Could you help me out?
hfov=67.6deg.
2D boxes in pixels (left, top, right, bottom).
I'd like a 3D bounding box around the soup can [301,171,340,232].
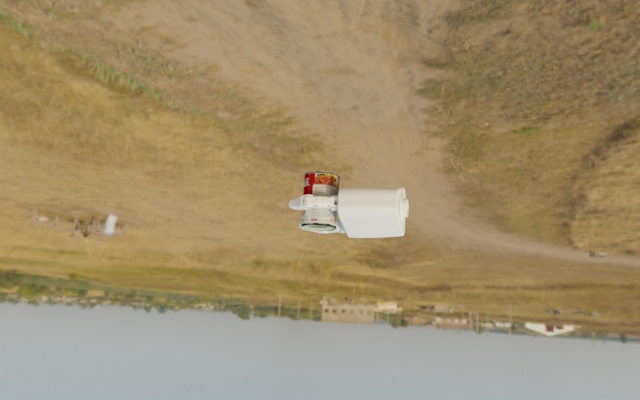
[{"bbox_3d":[0.000,0.003,0.897,0.068,0.102,0.068,3,-13,1],"label":"soup can"}]
